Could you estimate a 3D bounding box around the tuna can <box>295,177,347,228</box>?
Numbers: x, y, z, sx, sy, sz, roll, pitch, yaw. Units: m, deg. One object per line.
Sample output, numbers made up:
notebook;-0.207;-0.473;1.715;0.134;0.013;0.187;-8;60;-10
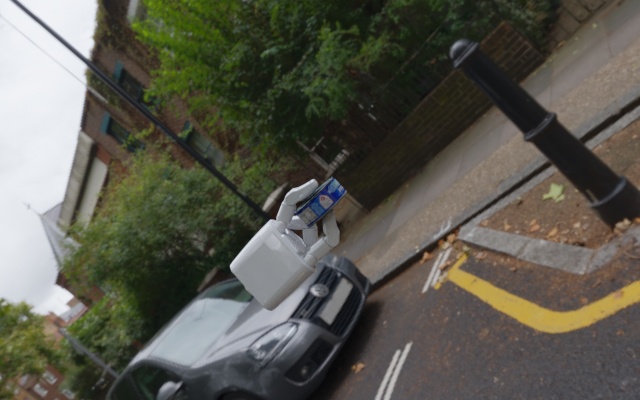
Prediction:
tuna can;0.000;0.002;0.760;0.086;0.034;0.086;-43;4;4
